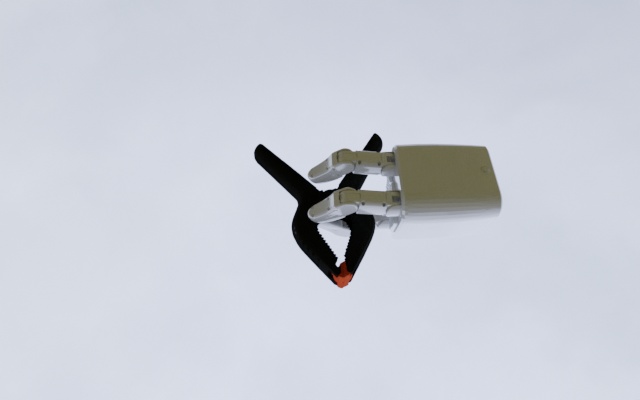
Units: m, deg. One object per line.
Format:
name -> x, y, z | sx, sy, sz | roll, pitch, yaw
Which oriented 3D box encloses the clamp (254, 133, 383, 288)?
clamp -> 0.000, 0.003, 0.561 | 0.164, 0.209, 0.036 | -1, -36, -1
